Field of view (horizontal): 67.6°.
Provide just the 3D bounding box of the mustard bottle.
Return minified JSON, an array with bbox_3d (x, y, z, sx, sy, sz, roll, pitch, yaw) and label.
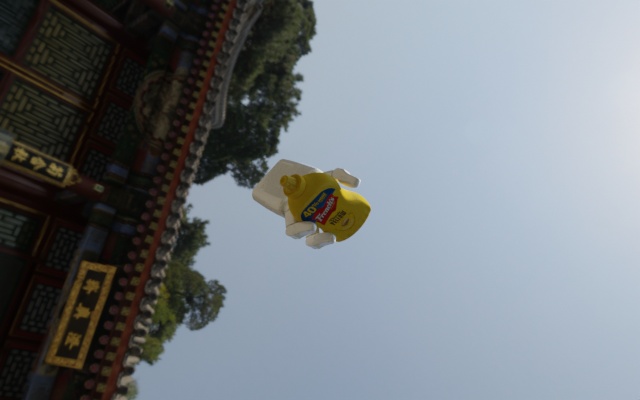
[{"bbox_3d":[0.000,0.003,0.834,0.192,0.096,0.058,31,19,-42],"label":"mustard bottle"}]
